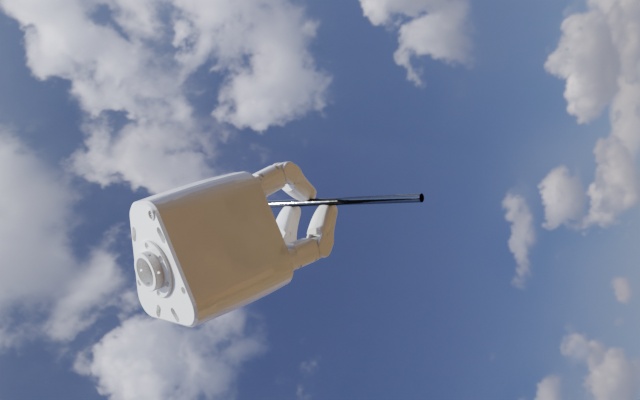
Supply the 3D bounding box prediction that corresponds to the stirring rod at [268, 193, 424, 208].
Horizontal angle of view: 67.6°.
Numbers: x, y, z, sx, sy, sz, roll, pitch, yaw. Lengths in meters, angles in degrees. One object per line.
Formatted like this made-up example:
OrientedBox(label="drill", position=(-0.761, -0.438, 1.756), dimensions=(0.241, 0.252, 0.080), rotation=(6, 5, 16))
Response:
OrientedBox(label="stirring rod", position=(0.000, 0.002, 0.499), dimensions=(0.239, 0.011, 0.011), rotation=(-3, -2, 43))
